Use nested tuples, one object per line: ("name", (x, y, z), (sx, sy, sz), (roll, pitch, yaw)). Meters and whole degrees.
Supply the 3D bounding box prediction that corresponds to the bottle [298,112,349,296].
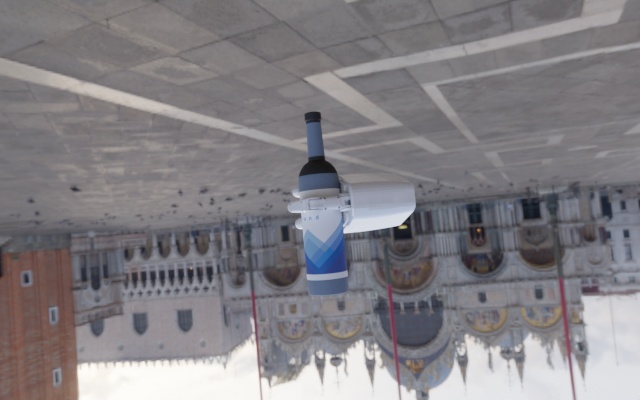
("bottle", (0.000, 0.003, 0.781), (0.069, 0.295, 0.069), (-5, -3, 0))
